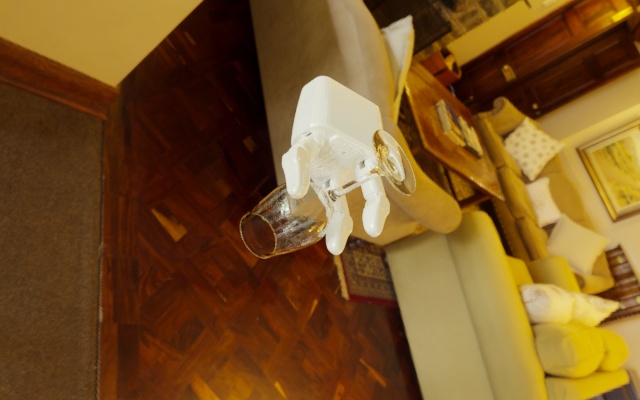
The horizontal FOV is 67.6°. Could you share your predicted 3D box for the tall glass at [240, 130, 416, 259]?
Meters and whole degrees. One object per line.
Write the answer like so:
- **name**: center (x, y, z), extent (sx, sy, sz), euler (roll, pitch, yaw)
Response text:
- **tall glass**: center (0.001, 0.002, 0.531), extent (0.201, 0.079, 0.079), euler (-29, -15, 30)
